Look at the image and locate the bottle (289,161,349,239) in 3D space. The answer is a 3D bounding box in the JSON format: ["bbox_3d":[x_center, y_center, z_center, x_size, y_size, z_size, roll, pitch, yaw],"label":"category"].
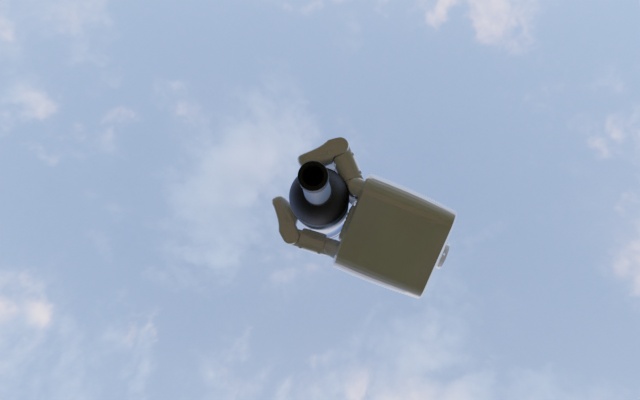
[{"bbox_3d":[0.000,0.002,0.560,0.069,0.069,0.296,0,-9,3],"label":"bottle"}]
